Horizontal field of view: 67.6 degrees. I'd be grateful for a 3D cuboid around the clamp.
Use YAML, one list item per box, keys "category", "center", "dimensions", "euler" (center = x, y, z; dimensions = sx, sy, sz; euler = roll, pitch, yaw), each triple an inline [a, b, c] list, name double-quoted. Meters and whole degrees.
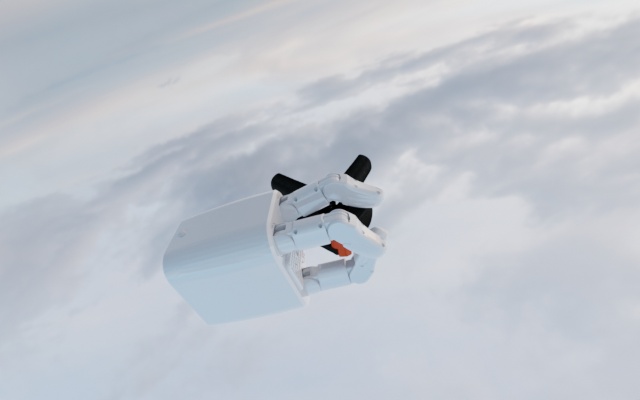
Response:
- category: "clamp"
  center: [0.000, 0.002, 0.510]
  dimensions: [0.120, 0.039, 0.171]
  euler: [-14, 26, 9]
